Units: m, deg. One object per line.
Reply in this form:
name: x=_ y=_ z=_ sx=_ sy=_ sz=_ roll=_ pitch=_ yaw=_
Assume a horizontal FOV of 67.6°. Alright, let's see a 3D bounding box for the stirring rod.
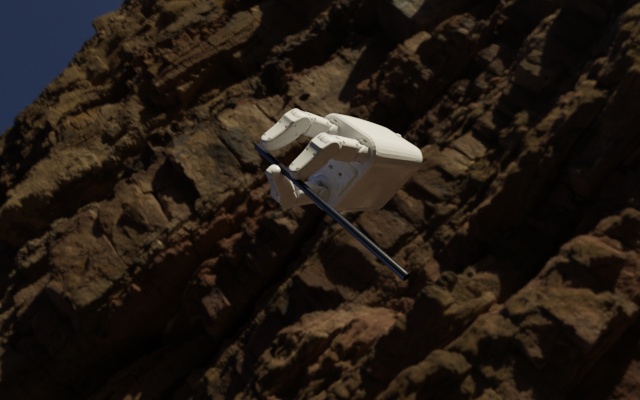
stirring rod: x=0.000 y=0.002 z=0.473 sx=0.011 sy=0.011 sz=0.239 roll=0 pitch=32 yaw=-45
